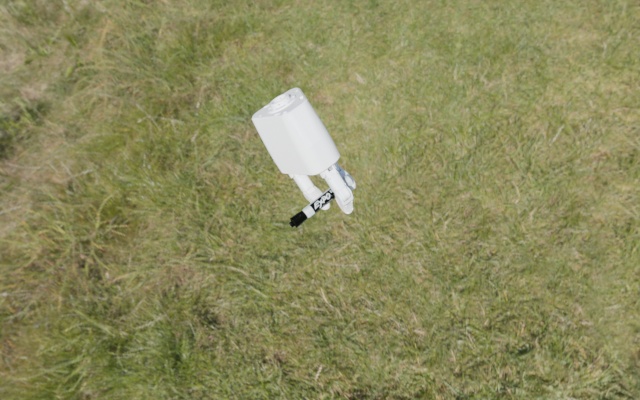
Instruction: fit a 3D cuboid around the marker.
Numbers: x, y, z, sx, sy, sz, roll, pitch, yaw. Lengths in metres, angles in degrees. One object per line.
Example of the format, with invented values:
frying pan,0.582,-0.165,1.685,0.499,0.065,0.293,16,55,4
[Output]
marker,0.000,0.003,0.754,0.121,0.020,0.020,-38,10,-13
